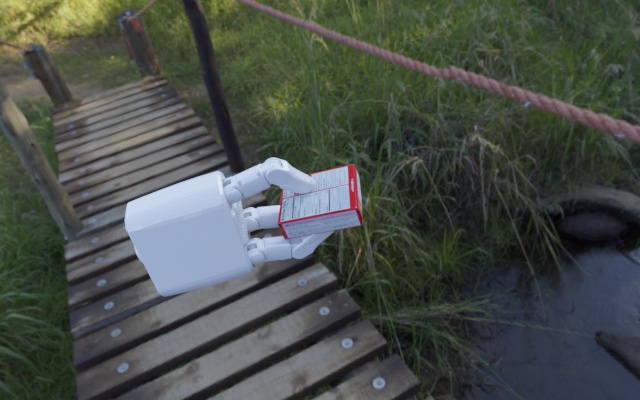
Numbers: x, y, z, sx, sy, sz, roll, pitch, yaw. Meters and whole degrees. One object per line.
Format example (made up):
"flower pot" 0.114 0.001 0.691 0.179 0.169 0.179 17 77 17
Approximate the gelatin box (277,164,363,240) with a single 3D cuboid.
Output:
"gelatin box" 0.000 0.001 0.527 0.089 0.030 0.073 -12 41 12
